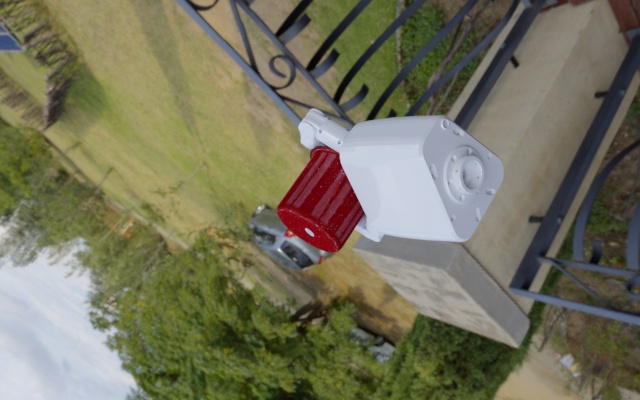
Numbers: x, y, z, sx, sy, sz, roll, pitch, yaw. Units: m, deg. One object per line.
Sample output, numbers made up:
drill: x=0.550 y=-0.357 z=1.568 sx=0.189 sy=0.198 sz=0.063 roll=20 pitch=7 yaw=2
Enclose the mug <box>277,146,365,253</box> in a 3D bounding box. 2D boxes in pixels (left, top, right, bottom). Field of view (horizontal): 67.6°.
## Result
mug: x=-0.001 y=0.002 z=0.526 sx=0.093 sy=0.081 sz=0.117 roll=44 pitch=-22 yaw=-25
